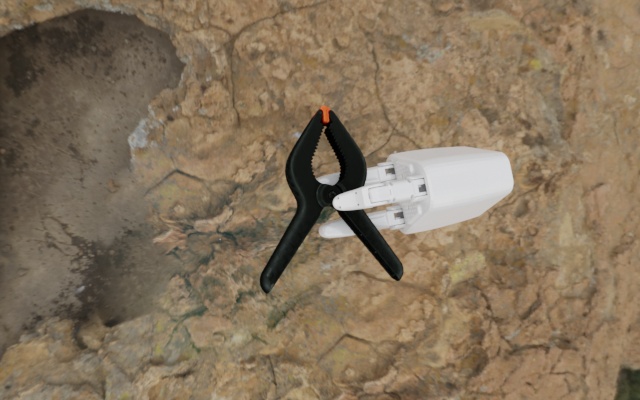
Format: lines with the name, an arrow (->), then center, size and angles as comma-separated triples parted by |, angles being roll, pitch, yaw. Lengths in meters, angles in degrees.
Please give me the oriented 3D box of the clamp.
clamp -> 0.000, 0.001, 0.533 | 0.164, 0.210, 0.036 | -10, -2, -17
